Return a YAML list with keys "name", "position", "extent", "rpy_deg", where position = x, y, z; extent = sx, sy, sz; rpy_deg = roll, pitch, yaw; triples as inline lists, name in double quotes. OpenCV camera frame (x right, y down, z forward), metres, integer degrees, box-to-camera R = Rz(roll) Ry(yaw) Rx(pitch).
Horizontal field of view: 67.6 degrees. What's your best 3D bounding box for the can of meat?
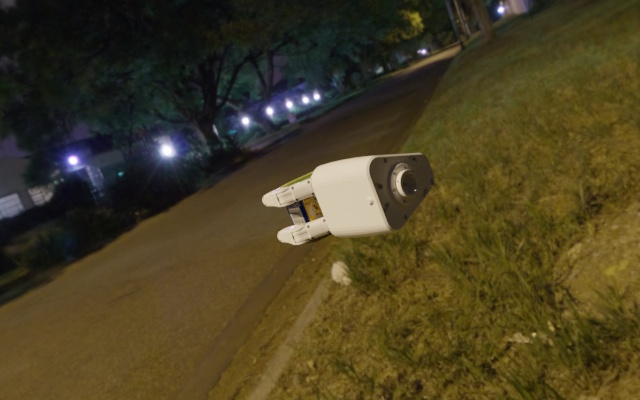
- name: "can of meat"
  position: [0.000, 0.002, 0.678]
  extent: [0.102, 0.084, 0.057]
  rpy_deg: [-27, 11, -31]
